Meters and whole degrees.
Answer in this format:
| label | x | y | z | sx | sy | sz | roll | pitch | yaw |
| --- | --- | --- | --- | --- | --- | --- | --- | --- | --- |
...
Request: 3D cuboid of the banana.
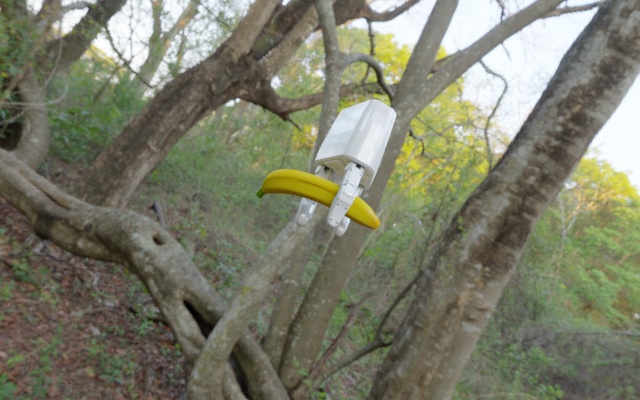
| label | x | y | z | sx | sy | sz | roll | pitch | yaw |
| --- | --- | --- | --- | --- | --- | --- | --- | --- | --- |
| banana | -0.004 | -0.008 | 0.709 | 0.198 | 0.037 | 0.070 | 17 | -28 | 11 |
